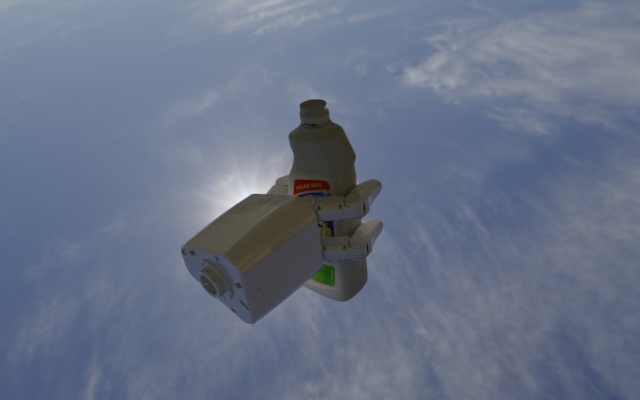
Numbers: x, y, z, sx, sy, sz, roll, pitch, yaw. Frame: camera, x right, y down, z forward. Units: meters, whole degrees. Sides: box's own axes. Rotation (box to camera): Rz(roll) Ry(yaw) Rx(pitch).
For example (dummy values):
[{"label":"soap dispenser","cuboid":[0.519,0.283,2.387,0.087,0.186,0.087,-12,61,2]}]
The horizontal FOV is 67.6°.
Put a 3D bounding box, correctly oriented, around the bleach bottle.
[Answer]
[{"label":"bleach bottle","cuboid":[0.000,0.002,0.564,0.102,0.251,0.068,20,43,34]}]
